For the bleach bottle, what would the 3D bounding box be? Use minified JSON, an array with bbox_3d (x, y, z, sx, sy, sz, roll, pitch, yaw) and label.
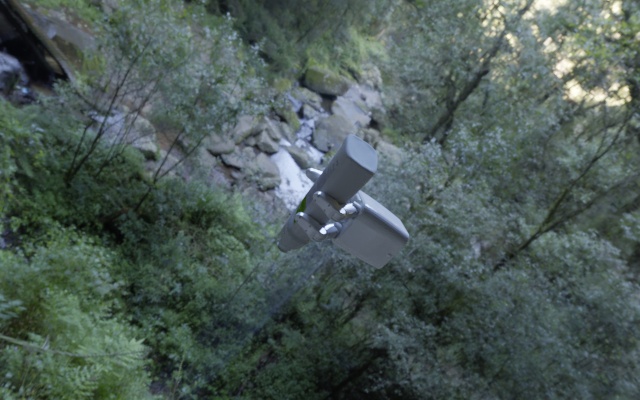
[{"bbox_3d":[0.000,0.003,0.860,0.068,0.251,0.102,33,31,-13],"label":"bleach bottle"}]
